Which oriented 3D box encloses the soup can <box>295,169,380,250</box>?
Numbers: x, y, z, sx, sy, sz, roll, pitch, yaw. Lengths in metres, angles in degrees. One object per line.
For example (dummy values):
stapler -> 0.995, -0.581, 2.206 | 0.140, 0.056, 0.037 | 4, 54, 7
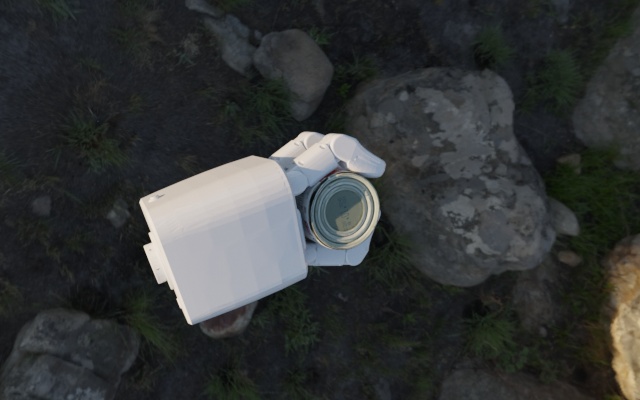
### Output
soup can -> 0.001, 0.001, 0.437 | 0.068, 0.068, 0.102 | 0, 9, -25
